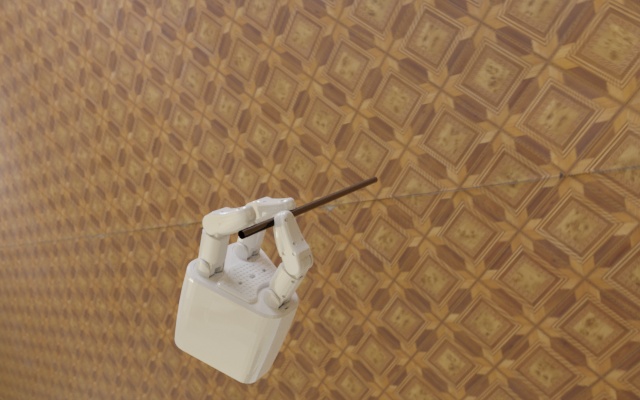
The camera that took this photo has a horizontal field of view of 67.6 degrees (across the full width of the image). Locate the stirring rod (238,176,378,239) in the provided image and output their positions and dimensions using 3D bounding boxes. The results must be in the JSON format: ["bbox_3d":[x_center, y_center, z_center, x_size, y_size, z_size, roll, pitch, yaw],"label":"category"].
[{"bbox_3d":[0.000,0.002,0.507,0.011,0.011,0.239,0,13,36],"label":"stirring rod"}]
